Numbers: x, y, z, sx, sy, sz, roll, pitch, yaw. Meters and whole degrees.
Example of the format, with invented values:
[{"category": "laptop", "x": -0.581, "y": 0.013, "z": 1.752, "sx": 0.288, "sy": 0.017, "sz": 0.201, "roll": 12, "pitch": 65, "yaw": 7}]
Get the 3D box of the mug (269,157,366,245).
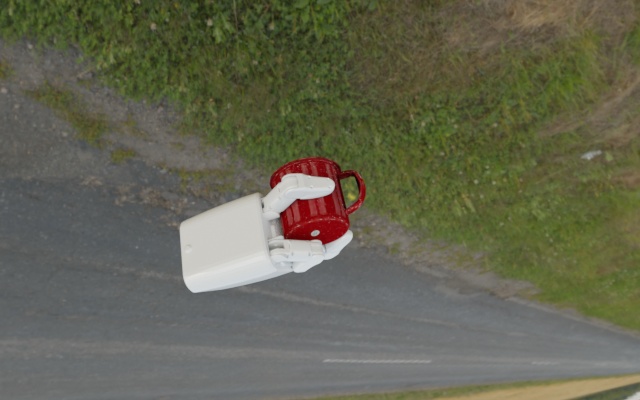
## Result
[{"category": "mug", "x": 0.002, "y": 0.002, "z": 0.585, "sx": 0.117, "sy": 0.081, "sz": 0.093, "roll": -19, "pitch": -28, "yaw": 12}]
